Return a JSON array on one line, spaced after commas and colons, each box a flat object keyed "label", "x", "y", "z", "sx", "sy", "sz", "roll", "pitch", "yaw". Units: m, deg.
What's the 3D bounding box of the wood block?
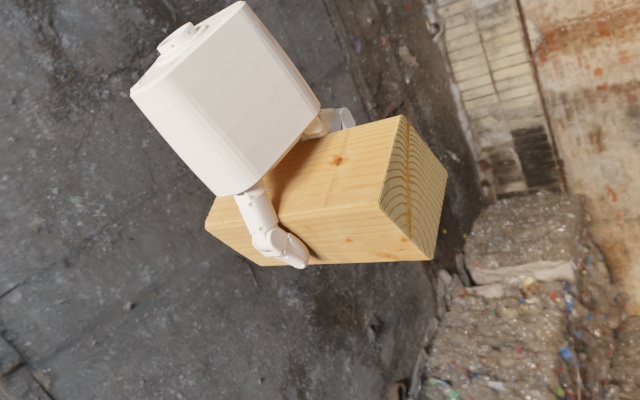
[{"label": "wood block", "x": 0.000, "y": 0.002, "z": 0.451, "sx": 0.206, "sy": 0.090, "sz": 0.090, "roll": -8, "pitch": -37, "yaw": 40}]
